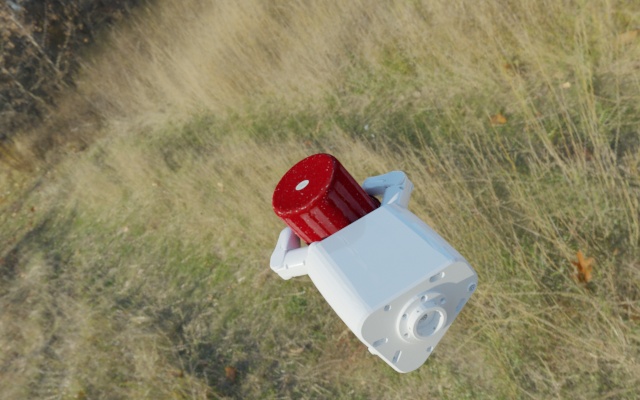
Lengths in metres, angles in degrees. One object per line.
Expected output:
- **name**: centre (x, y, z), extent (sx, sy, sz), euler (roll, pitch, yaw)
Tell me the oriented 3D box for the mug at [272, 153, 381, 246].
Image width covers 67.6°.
- **mug**: centre (-0.001, 0.001, 0.499), extent (0.081, 0.093, 0.117), euler (47, -2, -34)
